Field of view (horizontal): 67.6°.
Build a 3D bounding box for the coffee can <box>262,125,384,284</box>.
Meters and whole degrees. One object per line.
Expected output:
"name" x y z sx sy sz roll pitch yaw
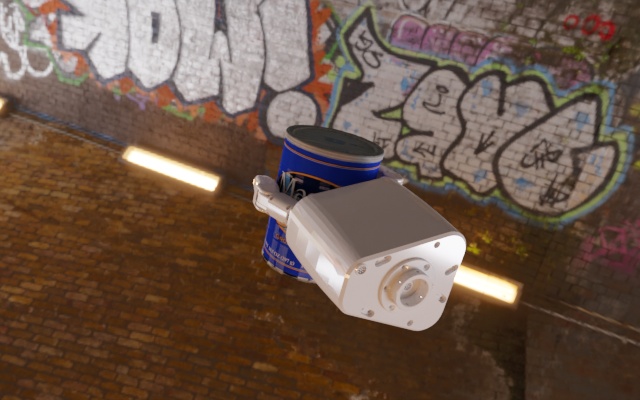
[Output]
"coffee can" 0.000 0.001 0.508 0.103 0.140 0.102 12 20 -4
